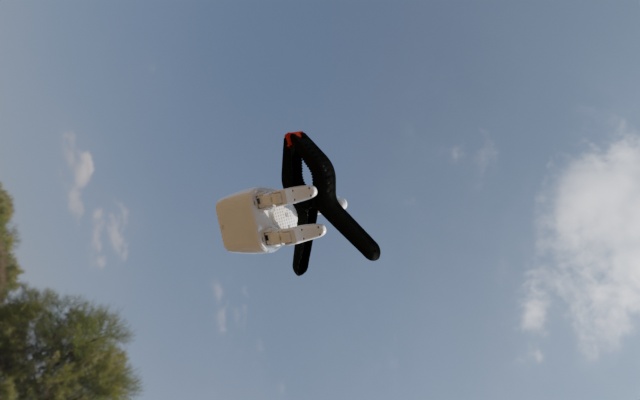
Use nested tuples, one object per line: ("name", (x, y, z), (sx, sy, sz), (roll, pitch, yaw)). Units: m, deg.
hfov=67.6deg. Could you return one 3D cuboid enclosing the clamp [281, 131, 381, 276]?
("clamp", (0.000, 0.002, 0.670), (0.164, 0.210, 0.036), (-10, 4, 43))
